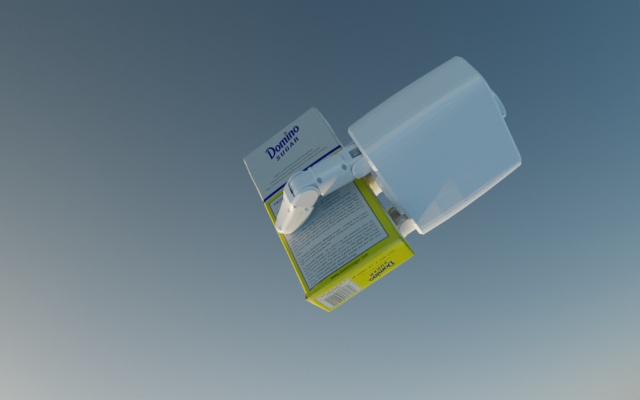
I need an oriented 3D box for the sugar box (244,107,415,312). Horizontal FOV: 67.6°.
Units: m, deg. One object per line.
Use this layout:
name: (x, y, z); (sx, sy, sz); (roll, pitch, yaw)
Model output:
sugar box: (0.000, 0.002, 0.440); (0.093, 0.176, 0.048); (-35, -39, 9)
